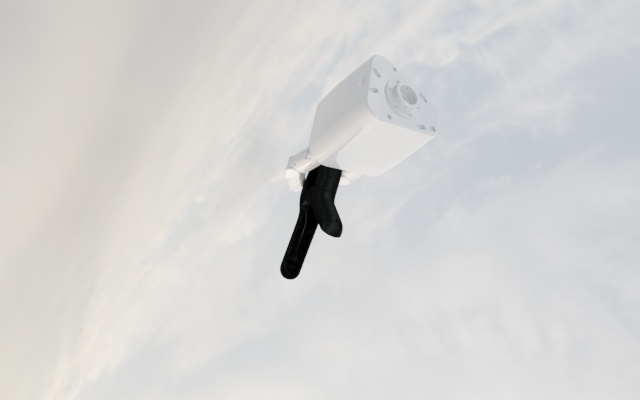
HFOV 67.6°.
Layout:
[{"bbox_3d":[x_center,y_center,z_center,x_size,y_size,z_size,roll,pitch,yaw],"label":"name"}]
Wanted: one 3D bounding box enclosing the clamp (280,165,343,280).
[{"bbox_3d":[0.001,0.002,0.570,0.039,0.171,0.120,26,-35,-24],"label":"clamp"}]
